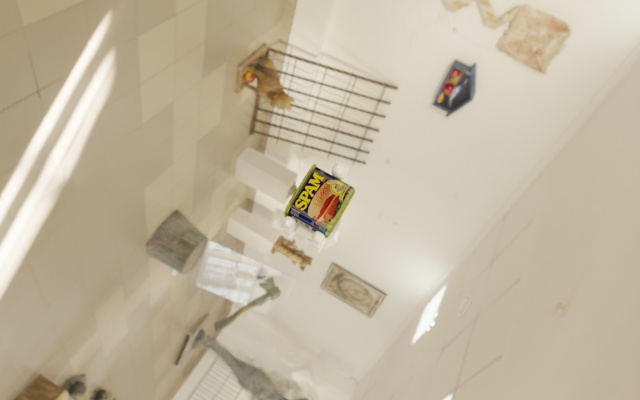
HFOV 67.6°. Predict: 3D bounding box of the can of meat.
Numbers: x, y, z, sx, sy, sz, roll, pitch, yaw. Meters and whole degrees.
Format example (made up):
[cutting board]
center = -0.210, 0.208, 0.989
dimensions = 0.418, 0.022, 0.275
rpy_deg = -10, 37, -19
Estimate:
[can of meat]
center = 0.000, 0.003, 0.809
dimensions = 0.084, 0.102, 0.057
rpy_deg = 29, -16, 7
